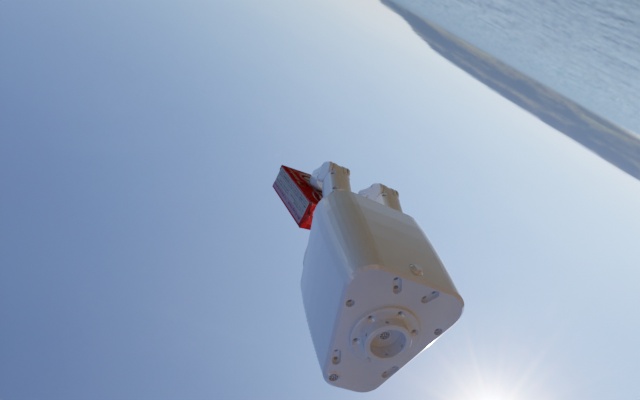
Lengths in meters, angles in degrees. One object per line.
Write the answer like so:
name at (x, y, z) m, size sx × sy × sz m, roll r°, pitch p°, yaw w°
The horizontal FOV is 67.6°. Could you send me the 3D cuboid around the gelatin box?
gelatin box at (0.000, 0.002, 0.485) m, size 0.073 × 0.030 × 0.089 m, roll 16°, pitch 19°, yaw -31°
